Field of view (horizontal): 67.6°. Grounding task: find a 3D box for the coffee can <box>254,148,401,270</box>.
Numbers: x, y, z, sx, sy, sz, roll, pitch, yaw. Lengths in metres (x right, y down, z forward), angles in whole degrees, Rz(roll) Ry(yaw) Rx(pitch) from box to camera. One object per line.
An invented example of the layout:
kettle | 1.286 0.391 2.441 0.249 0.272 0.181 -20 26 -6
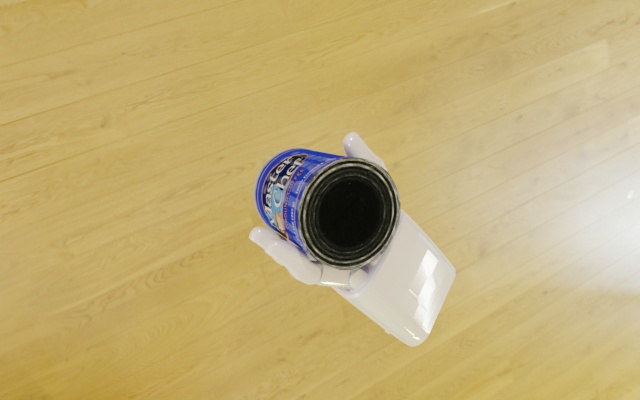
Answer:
coffee can | 0.000 0.001 0.486 0.103 0.103 0.140 0 9 -24
